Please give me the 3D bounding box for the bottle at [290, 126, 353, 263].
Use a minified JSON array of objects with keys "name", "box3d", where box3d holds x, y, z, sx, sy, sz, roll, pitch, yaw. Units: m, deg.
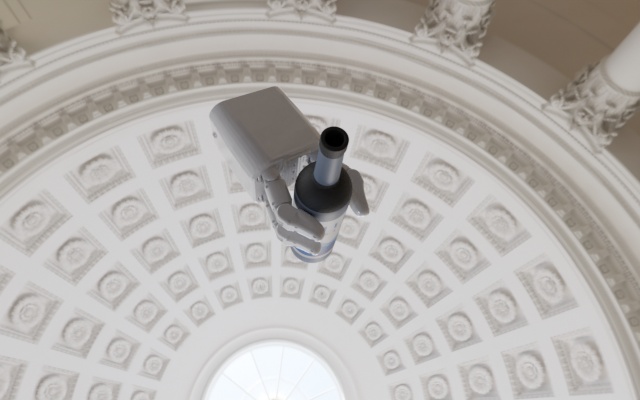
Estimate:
[{"name":"bottle","box3d":[0.000,0.002,0.576,0.069,0.069,0.296,0,-24,-6]}]
